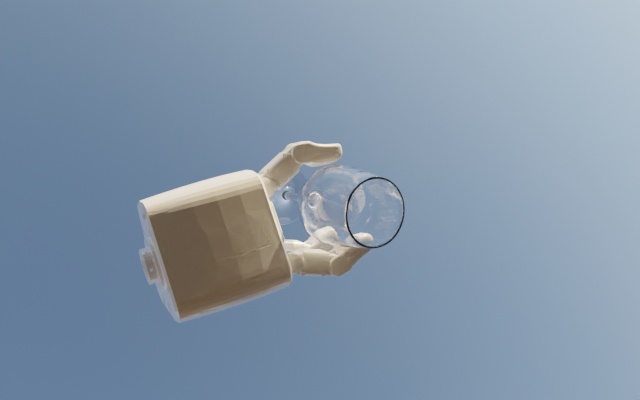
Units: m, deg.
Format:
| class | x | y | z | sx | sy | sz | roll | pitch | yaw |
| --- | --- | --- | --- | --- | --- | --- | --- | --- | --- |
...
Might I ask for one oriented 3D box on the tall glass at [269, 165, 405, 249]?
| class | x | y | z | sx | sy | sz | roll | pitch | yaw |
| --- | --- | --- | --- | --- | --- | --- | --- | --- | --- |
| tall glass | 0.000 | 0.001 | 0.491 | 0.079 | 0.079 | 0.201 | 0 | 5 | -29 |
